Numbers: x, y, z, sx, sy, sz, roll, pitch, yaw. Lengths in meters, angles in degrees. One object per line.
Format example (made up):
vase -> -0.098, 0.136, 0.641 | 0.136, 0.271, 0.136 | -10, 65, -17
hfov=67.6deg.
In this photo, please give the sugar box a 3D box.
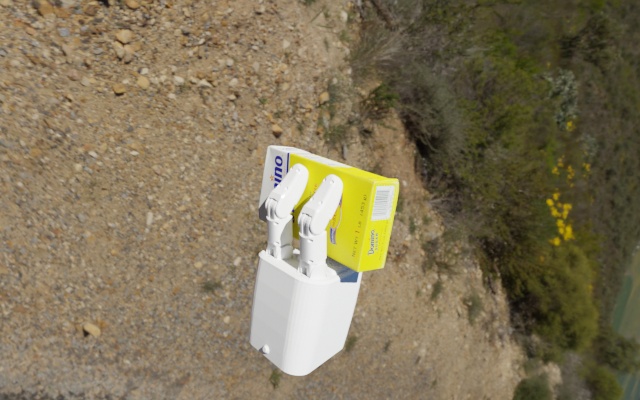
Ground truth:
sugar box -> 0.000, 0.002, 0.519 | 0.048, 0.093, 0.176 | -2, 16, -44
